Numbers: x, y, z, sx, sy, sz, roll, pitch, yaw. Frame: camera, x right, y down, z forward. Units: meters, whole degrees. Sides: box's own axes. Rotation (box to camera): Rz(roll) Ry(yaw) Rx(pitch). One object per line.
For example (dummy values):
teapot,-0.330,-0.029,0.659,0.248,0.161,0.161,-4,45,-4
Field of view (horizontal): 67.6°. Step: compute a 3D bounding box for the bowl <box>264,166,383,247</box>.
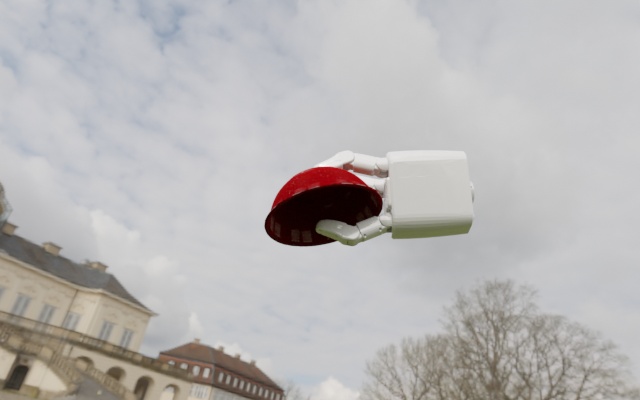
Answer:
bowl,-0.001,0.002,0.648,0.162,0.055,0.162,-11,-30,-6
